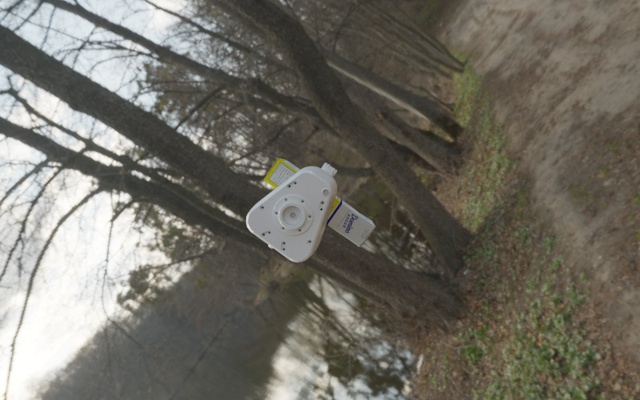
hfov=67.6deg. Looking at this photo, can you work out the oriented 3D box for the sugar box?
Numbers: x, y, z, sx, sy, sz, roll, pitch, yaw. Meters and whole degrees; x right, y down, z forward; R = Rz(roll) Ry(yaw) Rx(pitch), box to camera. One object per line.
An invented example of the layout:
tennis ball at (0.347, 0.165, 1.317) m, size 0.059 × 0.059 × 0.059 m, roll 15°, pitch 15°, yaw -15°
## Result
sugar box at (0.000, 0.003, 0.740) m, size 0.176 × 0.048 × 0.093 m, roll 37°, pitch 4°, yaw 0°
